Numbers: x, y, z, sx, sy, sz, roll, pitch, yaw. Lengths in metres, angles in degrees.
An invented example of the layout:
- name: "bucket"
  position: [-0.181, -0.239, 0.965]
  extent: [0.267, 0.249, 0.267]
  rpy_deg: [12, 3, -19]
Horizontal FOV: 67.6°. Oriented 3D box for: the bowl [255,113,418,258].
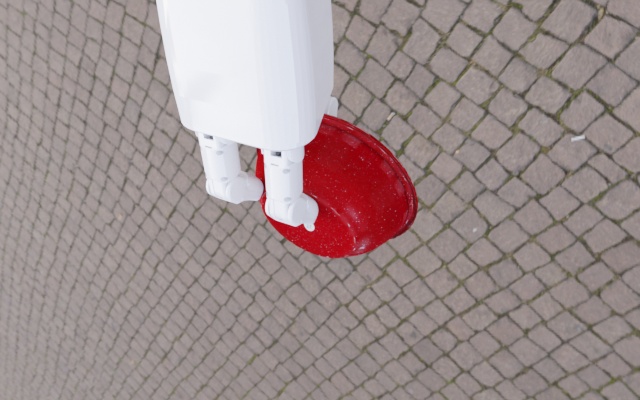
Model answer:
- name: "bowl"
  position: [0.000, 0.003, 0.422]
  extent: [0.162, 0.055, 0.162]
  rpy_deg: [22, -34, 16]
